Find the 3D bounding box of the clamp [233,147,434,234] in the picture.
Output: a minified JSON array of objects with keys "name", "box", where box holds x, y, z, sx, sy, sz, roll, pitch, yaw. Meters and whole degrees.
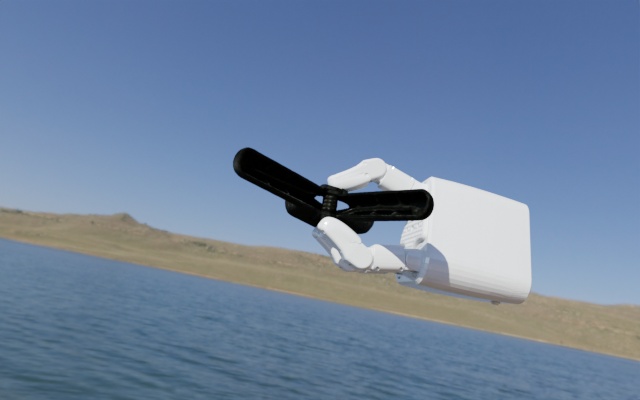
[{"name":"clamp","box":[0.000,0.001,0.467,0.164,0.036,0.210,16,-12,-4]}]
